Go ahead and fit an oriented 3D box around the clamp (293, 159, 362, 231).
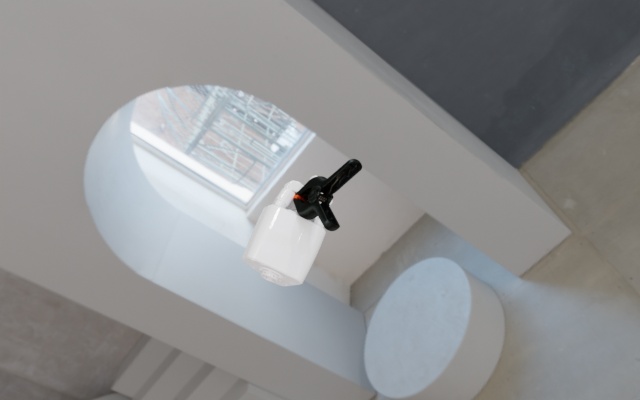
[{"bbox_3d":[0.000,0.002,0.791,0.039,0.120,0.171,33,-26,-20],"label":"clamp"}]
